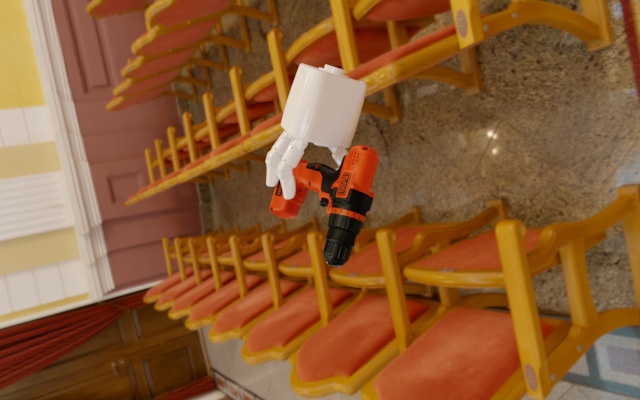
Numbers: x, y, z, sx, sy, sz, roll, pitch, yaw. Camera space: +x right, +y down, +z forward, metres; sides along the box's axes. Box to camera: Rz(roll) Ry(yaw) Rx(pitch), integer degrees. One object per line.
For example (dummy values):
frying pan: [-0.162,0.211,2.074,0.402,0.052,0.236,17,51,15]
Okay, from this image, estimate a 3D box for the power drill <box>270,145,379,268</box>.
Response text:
power drill: [0.000,0.002,0.755,0.057,0.184,0.187,25,-11,-42]
